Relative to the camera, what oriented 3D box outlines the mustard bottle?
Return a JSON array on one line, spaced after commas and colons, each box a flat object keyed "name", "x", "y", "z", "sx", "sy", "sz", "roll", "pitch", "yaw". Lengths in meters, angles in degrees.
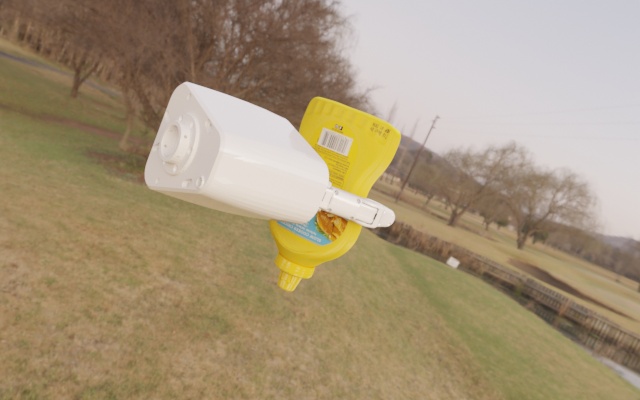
[{"name": "mustard bottle", "x": 0.000, "y": 0.001, "z": 0.477, "sx": 0.096, "sy": 0.191, "sz": 0.058, "roll": 25, "pitch": 7, "yaw": 21}]
